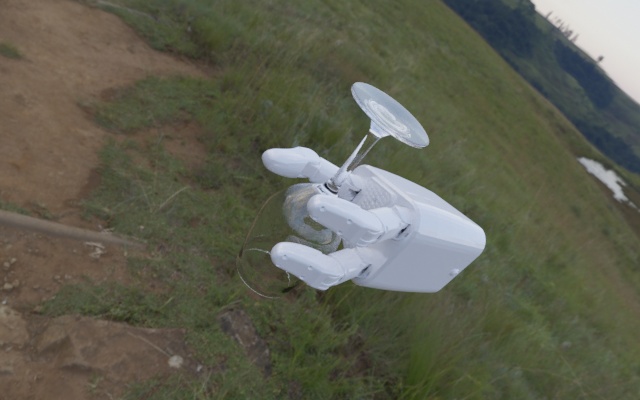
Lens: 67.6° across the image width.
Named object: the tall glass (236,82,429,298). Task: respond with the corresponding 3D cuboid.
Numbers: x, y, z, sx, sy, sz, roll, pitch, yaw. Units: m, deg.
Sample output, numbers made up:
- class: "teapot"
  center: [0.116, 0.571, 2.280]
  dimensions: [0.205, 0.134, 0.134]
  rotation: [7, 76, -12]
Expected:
- class: "tall glass"
  center: [0.000, 0.001, 0.413]
  dimensions: [0.079, 0.079, 0.201]
  rotation: [0, -43, -49]
